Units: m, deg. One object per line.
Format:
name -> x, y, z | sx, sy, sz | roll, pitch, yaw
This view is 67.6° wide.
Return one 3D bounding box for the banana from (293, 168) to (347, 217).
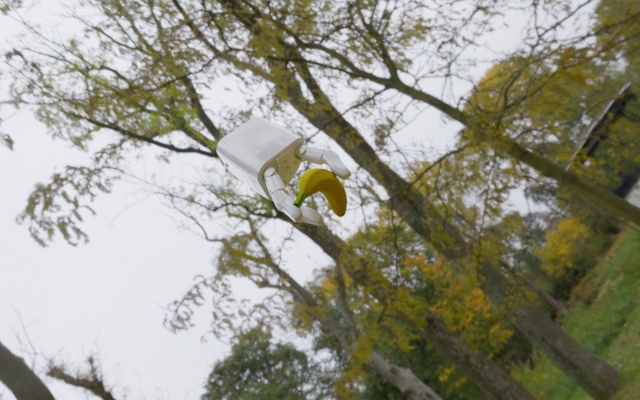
banana -> 0.006, -0.015, 0.782 | 0.037, 0.069, 0.198 | 26, 4, 25
